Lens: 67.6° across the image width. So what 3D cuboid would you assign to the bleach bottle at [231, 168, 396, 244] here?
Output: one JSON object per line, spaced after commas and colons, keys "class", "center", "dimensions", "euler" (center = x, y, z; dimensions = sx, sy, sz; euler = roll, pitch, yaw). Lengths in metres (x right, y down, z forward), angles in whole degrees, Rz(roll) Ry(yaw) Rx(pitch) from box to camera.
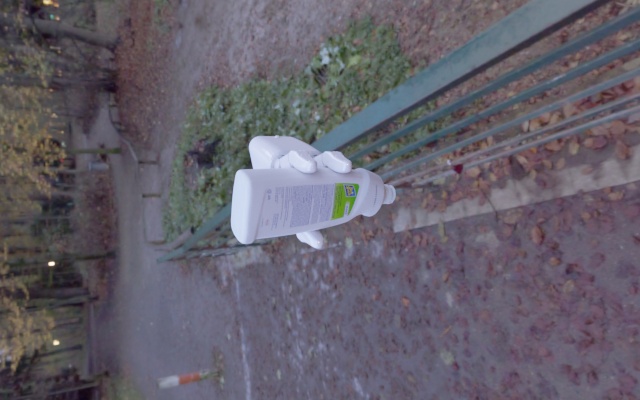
{"class": "bleach bottle", "center": [0.000, 0.002, 0.704], "dimensions": [0.251, 0.103, 0.068], "euler": [-2, 23, -28]}
